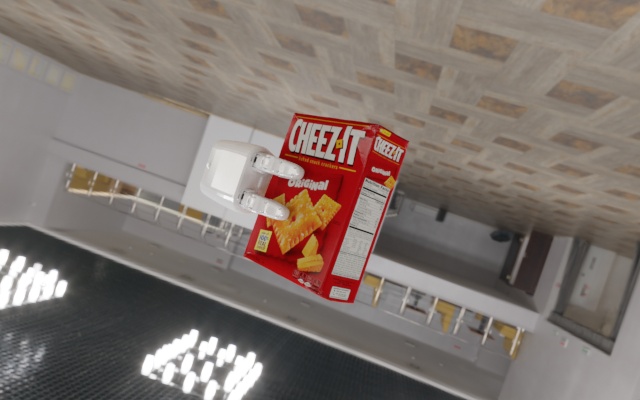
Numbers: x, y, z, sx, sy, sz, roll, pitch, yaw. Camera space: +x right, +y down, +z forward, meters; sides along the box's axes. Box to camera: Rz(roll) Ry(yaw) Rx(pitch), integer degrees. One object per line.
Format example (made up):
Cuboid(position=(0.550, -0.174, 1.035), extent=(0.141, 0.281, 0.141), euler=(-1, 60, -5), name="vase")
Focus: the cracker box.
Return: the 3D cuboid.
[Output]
Cuboid(position=(0.000, 0.002, 0.618), extent=(0.072, 0.213, 0.164), euler=(19, -1, -44), name="cracker box")
